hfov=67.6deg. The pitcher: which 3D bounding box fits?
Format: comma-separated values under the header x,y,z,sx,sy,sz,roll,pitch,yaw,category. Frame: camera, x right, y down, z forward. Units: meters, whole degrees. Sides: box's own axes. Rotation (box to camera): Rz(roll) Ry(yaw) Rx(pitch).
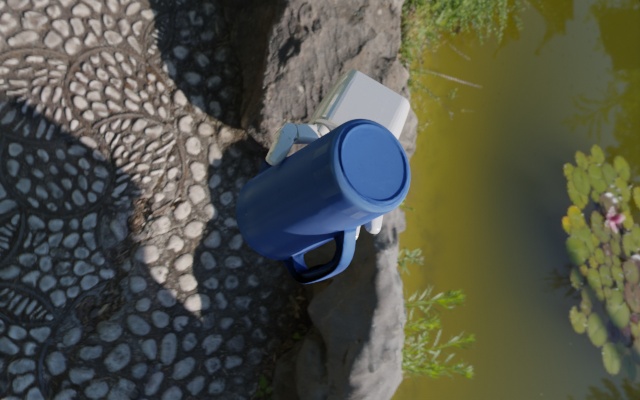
x,y,z,sx,sy,sz,roll,pitch,yaw,category
0.000,0.002,0.601,0.149,0.145,0.243,39,-31,-16,pitcher
